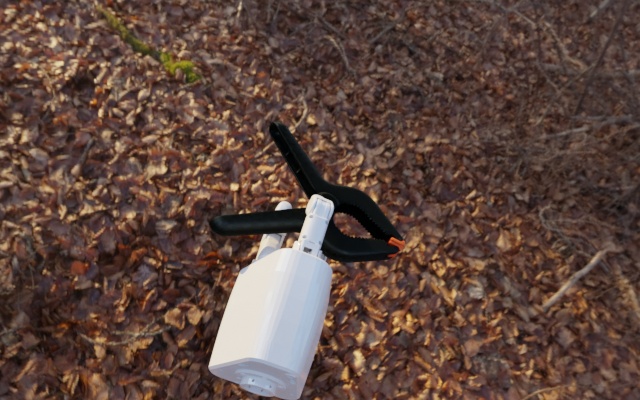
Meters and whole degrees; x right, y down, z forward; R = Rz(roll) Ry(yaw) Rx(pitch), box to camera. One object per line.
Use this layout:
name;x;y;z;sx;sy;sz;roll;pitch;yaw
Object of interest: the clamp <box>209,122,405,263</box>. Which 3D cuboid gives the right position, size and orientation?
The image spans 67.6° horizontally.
clamp;0.001;0.002;0.546;0.210;0.164;0.036;22;-32;-7
